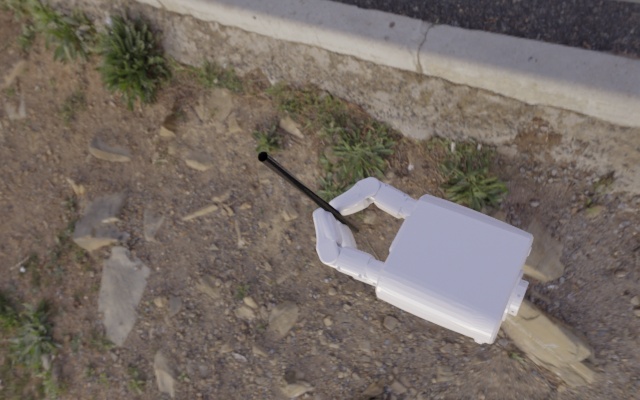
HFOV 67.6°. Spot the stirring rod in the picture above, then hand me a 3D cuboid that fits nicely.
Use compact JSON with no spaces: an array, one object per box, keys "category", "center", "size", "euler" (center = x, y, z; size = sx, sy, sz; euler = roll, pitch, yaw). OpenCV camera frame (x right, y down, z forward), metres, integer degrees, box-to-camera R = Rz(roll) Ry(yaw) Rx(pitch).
[{"category":"stirring rod","center":[0.000,0.001,0.452],"size":[0.011,0.011,0.239],"euler":[0,-16,21]}]
